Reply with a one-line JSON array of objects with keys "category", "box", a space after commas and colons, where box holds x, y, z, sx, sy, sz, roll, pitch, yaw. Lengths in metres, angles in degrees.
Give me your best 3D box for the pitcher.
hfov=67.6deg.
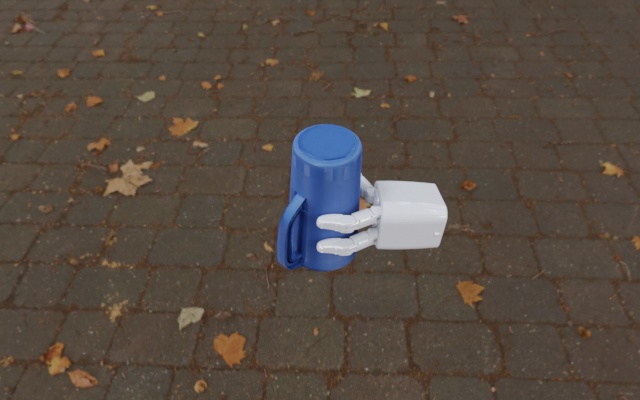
[{"category": "pitcher", "box": [0.000, 0.003, 0.805, 0.145, 0.243, 0.149, 0, 44, -2]}]
